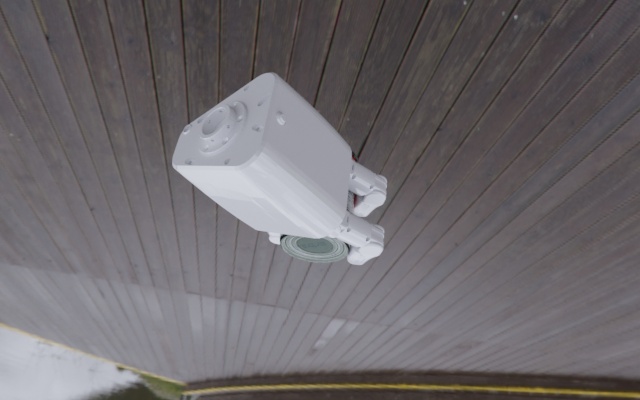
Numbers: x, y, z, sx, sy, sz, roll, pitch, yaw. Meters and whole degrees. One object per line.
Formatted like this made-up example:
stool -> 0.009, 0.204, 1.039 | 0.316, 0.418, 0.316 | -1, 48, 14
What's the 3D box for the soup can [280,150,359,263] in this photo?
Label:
soup can -> 0.000, 0.002, 0.470 | 0.068, 0.102, 0.068 | 6, -31, 3
